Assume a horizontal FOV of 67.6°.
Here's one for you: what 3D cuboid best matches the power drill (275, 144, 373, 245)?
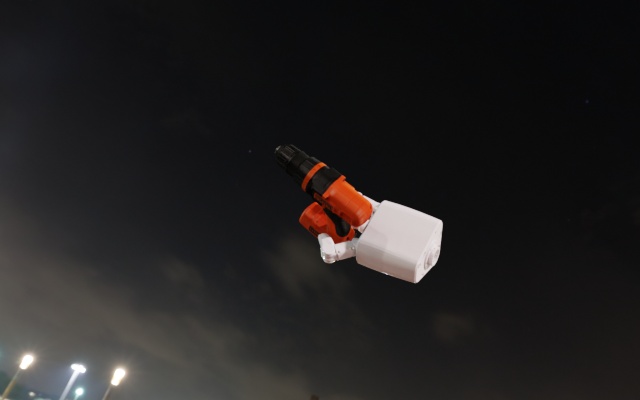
[{"bbox_3d":[0.000,0.003,0.802,0.184,0.057,0.188,40,-18,17],"label":"power drill"}]
